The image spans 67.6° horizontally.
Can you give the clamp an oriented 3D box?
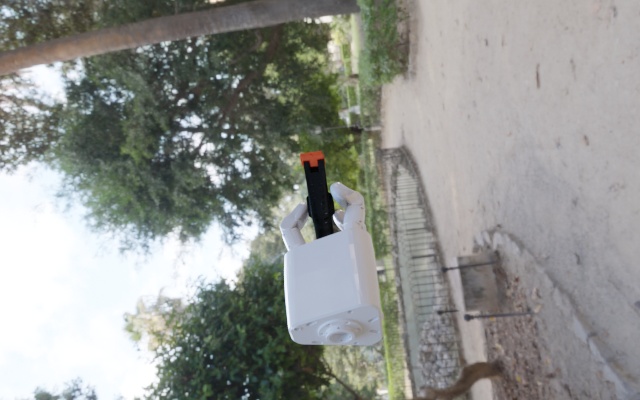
[{"bbox_3d":[-0.001,0.002,0.656,0.036,0.164,0.210,-8,-44,1],"label":"clamp"}]
